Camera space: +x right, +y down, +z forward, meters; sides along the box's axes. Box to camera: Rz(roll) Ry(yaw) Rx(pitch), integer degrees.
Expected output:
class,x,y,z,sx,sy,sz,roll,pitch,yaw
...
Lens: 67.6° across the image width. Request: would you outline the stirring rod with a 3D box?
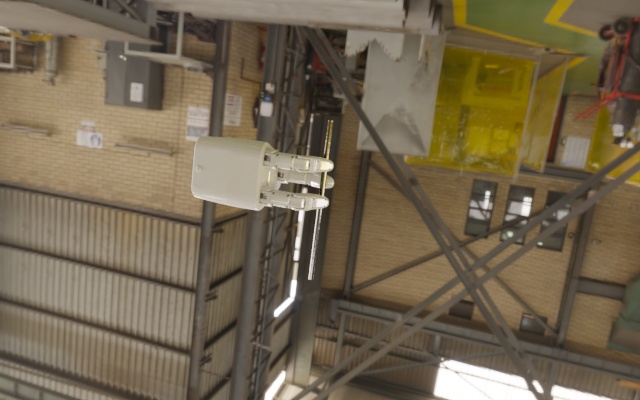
class,x,y,z,sx,sy,sz,roll,pitch,yaw
stirring rod,0.000,0.002,0.710,0.011,0.239,0.011,7,9,-1
